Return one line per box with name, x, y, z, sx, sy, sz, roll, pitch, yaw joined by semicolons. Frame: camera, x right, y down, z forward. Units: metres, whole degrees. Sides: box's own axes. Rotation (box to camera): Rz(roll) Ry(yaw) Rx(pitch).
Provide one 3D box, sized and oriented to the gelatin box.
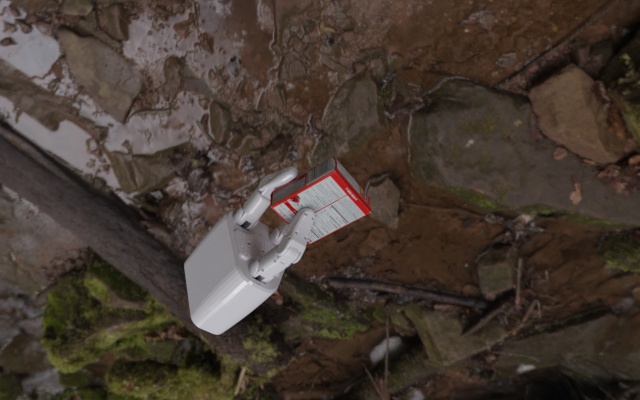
gelatin box;0.000;0.002;0.531;0.089;0.030;0.073;-29;-55;22
